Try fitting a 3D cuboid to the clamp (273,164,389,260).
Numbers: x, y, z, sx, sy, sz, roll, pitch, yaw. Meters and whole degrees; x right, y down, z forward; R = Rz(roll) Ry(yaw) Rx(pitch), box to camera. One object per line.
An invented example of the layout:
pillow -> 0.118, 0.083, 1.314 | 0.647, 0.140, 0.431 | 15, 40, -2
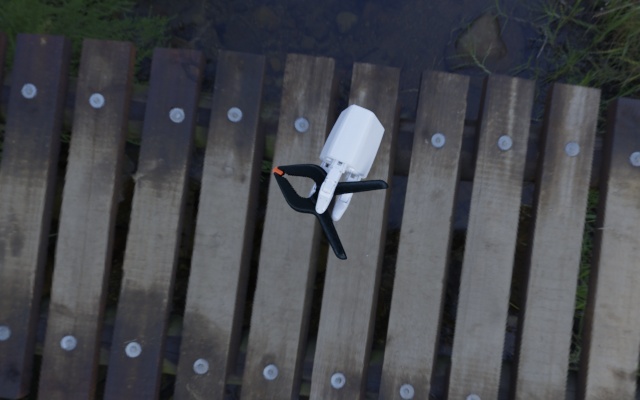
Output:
clamp -> 0.000, 0.002, 0.889 | 0.210, 0.164, 0.036 | 23, -2, 8
